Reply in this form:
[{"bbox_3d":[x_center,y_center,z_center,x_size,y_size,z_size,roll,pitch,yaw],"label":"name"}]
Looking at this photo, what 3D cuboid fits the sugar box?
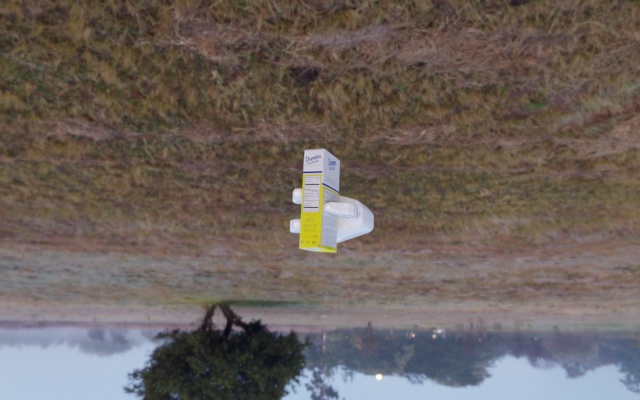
[{"bbox_3d":[0.000,0.003,0.865,0.048,0.176,0.093,-3,-11,20],"label":"sugar box"}]
